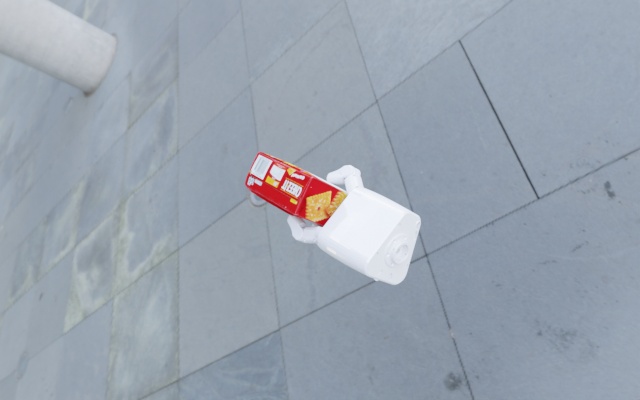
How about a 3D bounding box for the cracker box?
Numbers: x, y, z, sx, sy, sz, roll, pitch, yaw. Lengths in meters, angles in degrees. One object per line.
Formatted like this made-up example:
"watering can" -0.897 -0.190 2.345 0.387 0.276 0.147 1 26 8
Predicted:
"cracker box" 0.000 0.002 0.814 0.214 0.072 0.164 25 2 -42
